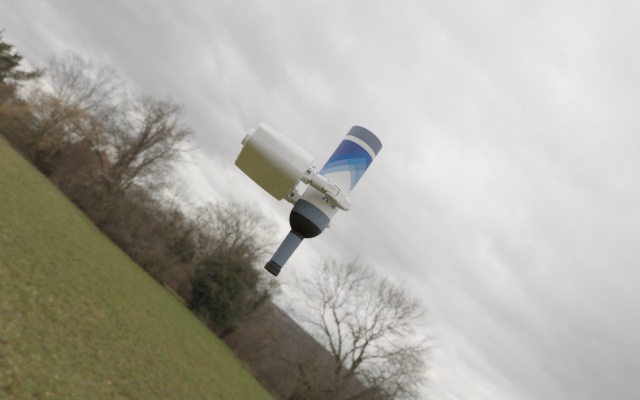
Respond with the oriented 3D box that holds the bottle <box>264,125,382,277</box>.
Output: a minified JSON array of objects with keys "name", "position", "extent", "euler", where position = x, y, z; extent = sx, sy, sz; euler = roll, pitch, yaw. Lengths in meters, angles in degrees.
[{"name":"bottle","position":[0.000,0.003,0.823],"extent":[0.069,0.295,0.069],"euler":[33,-14,10]}]
